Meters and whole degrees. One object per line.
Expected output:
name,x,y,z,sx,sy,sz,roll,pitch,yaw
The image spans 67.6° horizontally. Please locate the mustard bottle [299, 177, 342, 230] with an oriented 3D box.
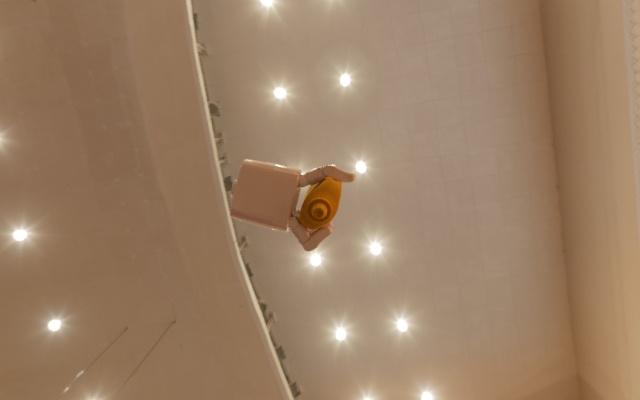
mustard bottle,0.000,0.003,0.853,0.058,0.096,0.191,37,9,-4
